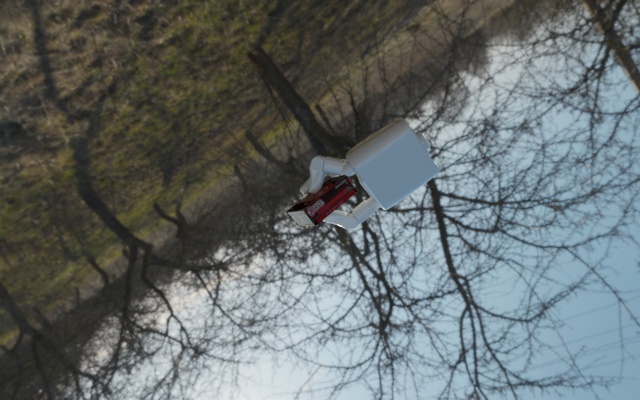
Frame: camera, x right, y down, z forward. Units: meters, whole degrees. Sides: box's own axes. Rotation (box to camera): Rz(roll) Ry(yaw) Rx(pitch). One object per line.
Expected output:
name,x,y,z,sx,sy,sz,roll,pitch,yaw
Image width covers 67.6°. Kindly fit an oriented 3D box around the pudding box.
pudding box,0.000,0.003,0.774,0.090,0.039,0.113,-38,6,-16
